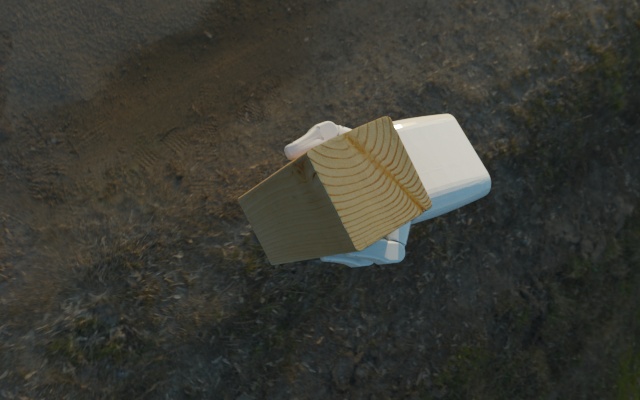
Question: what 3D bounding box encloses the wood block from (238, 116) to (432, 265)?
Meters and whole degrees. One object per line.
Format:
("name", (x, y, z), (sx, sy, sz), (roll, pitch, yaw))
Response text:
("wood block", (0.000, 0.001, 0.479), (0.090, 0.091, 0.206), (-27, 2, -27))
